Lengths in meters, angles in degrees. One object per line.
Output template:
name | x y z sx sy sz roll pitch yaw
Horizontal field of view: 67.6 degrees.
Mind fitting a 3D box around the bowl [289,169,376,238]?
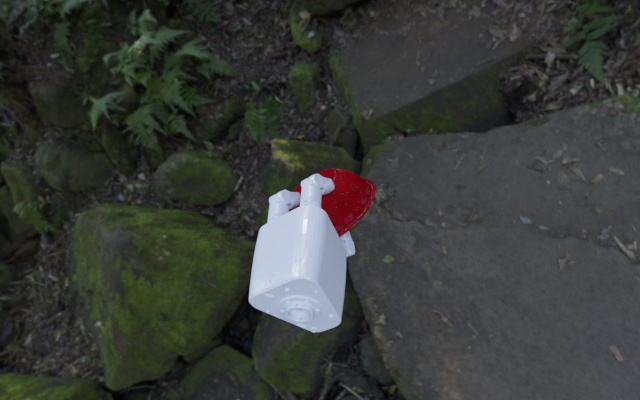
bowl | 0.000 0.001 0.710 0.162 0.055 0.162 -32 22 15
